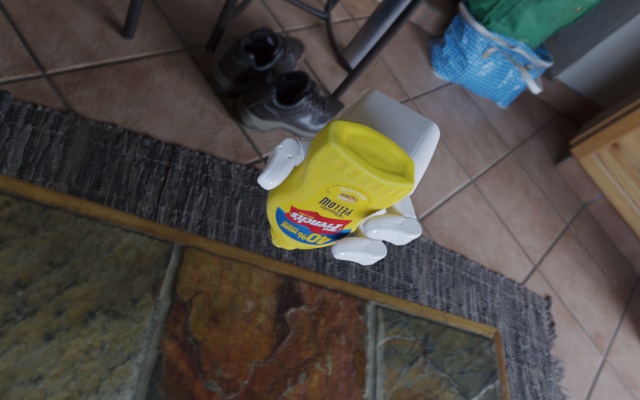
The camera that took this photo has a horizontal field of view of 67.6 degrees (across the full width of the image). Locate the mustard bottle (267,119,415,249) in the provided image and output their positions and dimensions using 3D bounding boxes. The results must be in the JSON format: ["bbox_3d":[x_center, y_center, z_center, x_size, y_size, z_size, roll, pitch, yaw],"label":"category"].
[{"bbox_3d":[0.000,0.002,0.482,0.096,0.058,0.192,24,-38,-22],"label":"mustard bottle"}]
